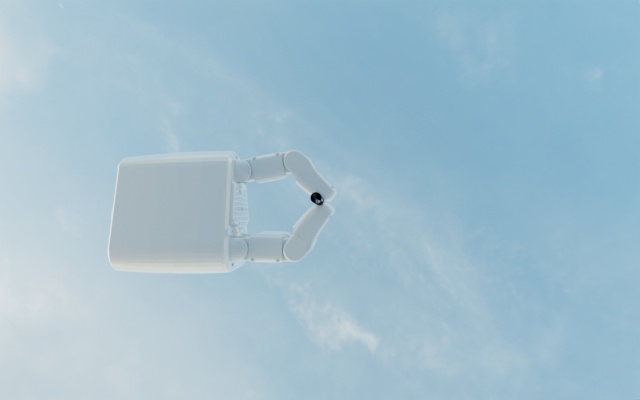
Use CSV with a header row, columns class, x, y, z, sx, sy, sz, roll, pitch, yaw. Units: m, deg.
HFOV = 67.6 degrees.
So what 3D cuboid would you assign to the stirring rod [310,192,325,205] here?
class,x,y,z,sx,sy,sz,roll,pitch,yaw
stirring rod,0.000,0.001,0.453,0.011,0.011,0.239,0,-2,2
